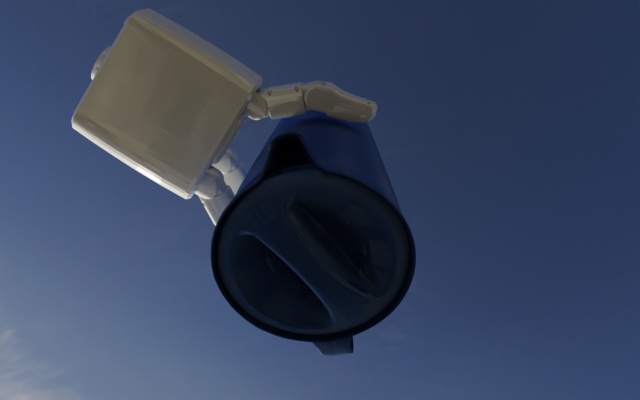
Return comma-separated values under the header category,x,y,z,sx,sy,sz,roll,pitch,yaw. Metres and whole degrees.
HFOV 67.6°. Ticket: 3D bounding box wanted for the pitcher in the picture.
category,x,y,z,sx,sy,sz,roll,pitch,yaw
pitcher,0.000,0.001,0.415,0.145,0.149,0.242,30,23,-12
